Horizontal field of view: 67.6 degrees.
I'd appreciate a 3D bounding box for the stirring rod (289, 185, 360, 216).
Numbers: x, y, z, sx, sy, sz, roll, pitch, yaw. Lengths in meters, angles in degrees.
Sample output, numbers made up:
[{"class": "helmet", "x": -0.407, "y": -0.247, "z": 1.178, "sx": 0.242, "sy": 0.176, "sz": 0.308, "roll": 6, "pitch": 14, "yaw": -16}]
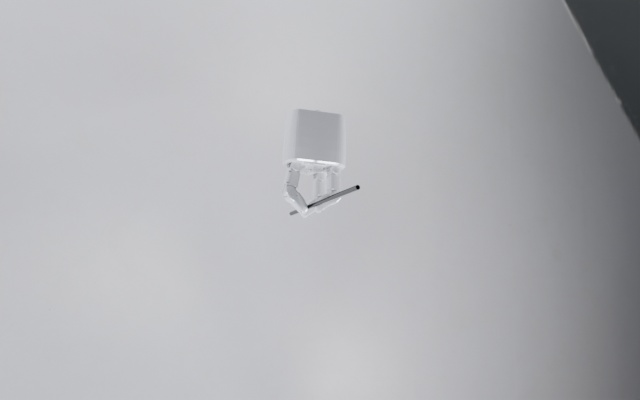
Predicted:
[{"class": "stirring rod", "x": 0.000, "y": 0.003, "z": 0.845, "sx": 0.011, "sy": 0.011, "sz": 0.239, "roll": 0, "pitch": -11, "yaw": -30}]
